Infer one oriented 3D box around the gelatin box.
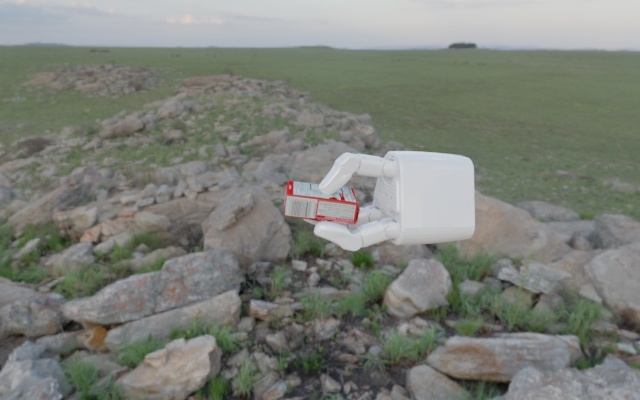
[{"bbox_3d":[0.000,0.001,0.594,0.089,0.030,0.073,7,16,-5],"label":"gelatin box"}]
